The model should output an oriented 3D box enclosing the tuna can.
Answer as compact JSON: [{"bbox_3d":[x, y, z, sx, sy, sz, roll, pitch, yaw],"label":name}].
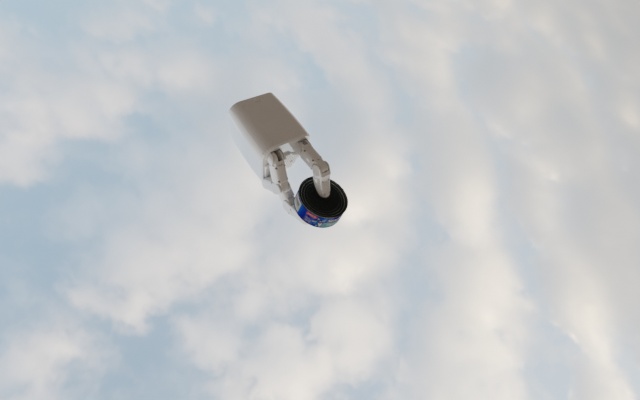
[{"bbox_3d":[0.000,0.003,0.791,0.086,0.086,0.034,0,-36,-24],"label":"tuna can"}]
